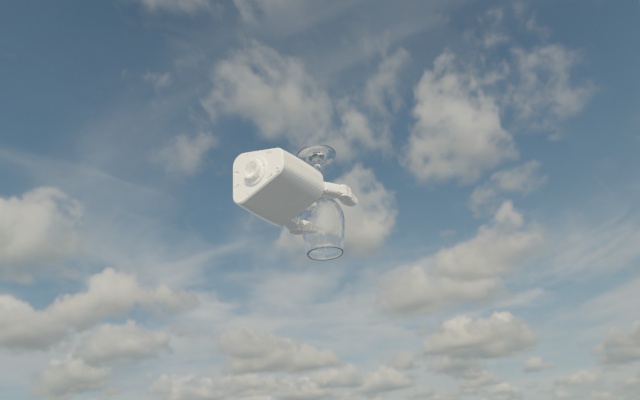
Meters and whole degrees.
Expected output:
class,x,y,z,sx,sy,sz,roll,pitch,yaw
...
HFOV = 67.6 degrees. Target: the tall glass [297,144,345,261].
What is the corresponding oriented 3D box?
class,x,y,z,sx,sy,sz,roll,pitch,yaw
tall glass,0.000,0.002,0.853,0.079,0.201,0.079,-4,-28,-2
